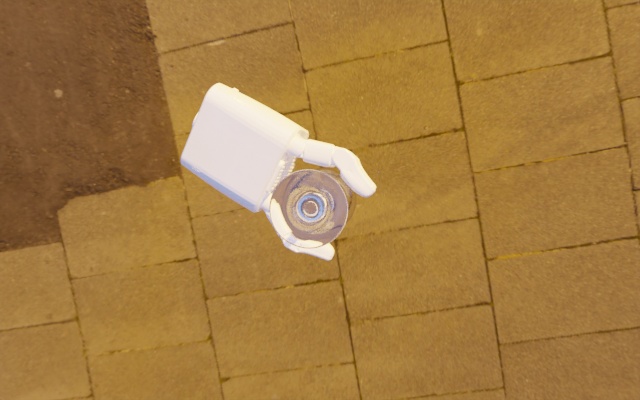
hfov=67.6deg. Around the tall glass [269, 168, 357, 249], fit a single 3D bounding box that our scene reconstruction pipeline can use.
[{"bbox_3d":[0.000,0.002,0.541,0.079,0.079,0.201,0,3,7],"label":"tall glass"}]
